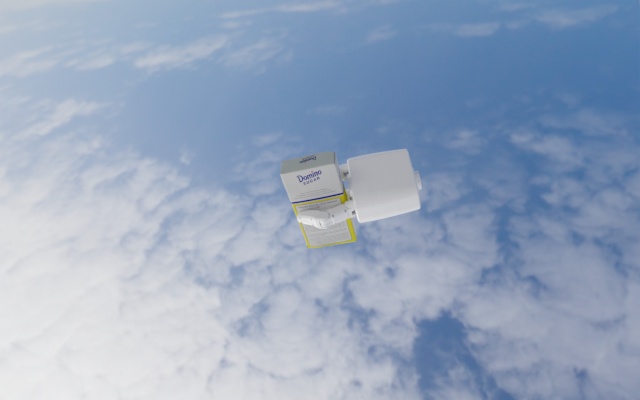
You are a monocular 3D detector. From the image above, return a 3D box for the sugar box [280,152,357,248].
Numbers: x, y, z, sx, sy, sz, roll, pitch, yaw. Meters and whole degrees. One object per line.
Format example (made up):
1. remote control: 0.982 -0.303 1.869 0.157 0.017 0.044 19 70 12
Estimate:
1. sugar box: 0.000 0.002 0.821 0.093 0.176 0.048 -10 36 9
